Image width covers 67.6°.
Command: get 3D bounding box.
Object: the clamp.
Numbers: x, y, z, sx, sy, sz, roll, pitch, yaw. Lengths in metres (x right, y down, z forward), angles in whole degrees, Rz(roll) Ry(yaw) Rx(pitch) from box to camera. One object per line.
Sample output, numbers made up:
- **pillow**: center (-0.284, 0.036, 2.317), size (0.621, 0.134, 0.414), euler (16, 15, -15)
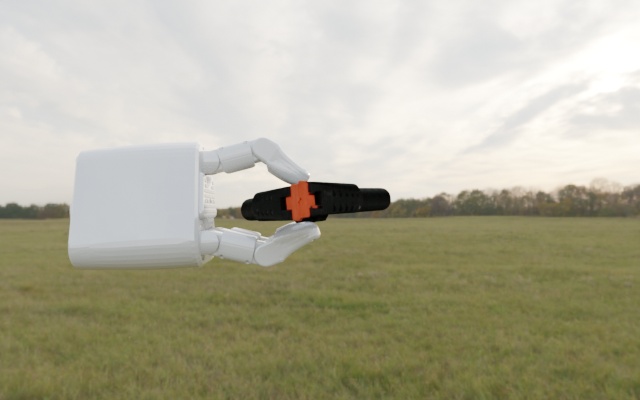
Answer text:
- **clamp**: center (0.000, 0.001, 0.443), size (0.164, 0.036, 0.210), euler (-6, -2, -4)
